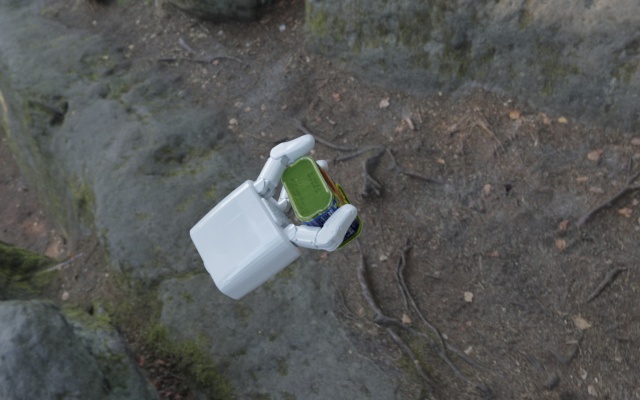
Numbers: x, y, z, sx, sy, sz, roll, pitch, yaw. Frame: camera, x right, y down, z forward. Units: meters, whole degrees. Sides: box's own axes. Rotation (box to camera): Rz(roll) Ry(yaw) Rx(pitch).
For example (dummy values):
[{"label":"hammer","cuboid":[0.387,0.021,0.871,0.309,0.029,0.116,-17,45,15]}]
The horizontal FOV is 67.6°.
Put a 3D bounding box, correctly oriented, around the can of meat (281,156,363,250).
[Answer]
[{"label":"can of meat","cuboid":[0.000,0.002,0.615,0.057,0.102,0.084,-35,-41,9]}]
